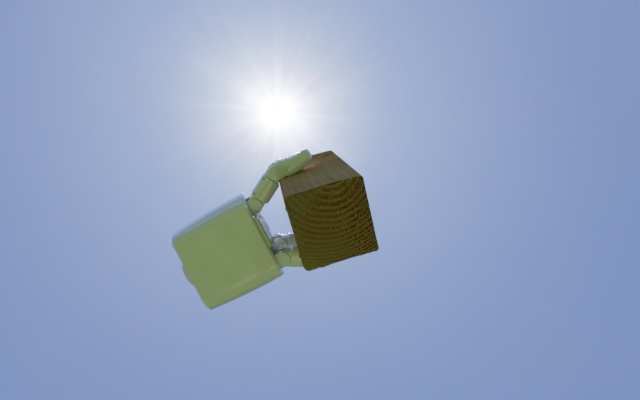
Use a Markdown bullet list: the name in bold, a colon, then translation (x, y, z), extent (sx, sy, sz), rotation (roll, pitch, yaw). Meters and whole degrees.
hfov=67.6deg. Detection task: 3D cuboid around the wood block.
- **wood block**: translation (0.000, 0.002, 0.615), extent (0.090, 0.091, 0.206), rotation (-16, 16, -4)
